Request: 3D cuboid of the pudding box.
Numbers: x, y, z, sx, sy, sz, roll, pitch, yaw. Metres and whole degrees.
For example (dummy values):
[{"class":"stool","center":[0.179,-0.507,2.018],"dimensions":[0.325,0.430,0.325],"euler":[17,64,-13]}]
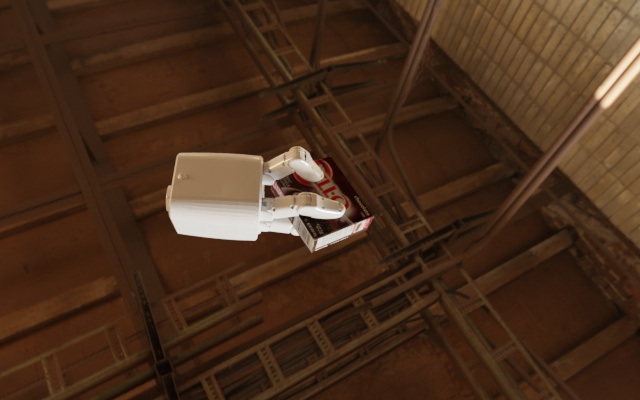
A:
[{"class":"pudding box","center":[0.000,0.002,0.620],"dimensions":[0.090,0.113,0.039],"euler":[-21,-27,-25]}]
